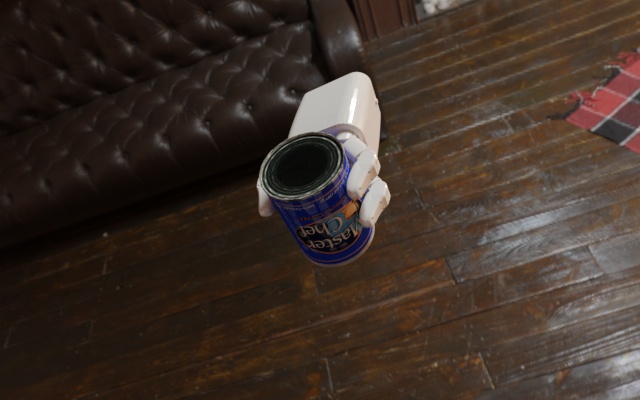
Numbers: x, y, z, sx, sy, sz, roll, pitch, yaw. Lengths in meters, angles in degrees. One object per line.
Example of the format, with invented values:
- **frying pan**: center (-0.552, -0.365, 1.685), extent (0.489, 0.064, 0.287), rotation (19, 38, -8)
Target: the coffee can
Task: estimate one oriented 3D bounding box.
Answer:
- **coffee can**: center (0.000, 0.002, 0.582), extent (0.103, 0.102, 0.140), rotation (0, -38, 23)
